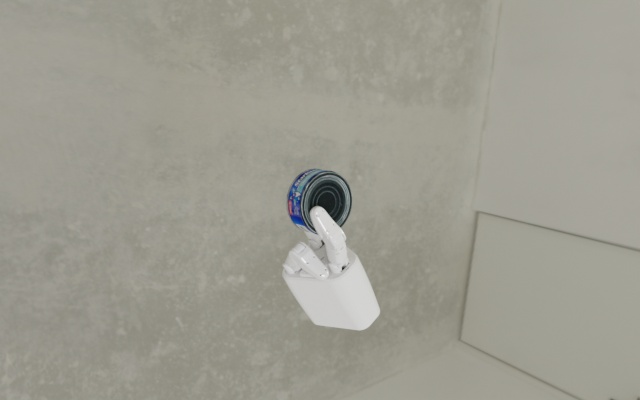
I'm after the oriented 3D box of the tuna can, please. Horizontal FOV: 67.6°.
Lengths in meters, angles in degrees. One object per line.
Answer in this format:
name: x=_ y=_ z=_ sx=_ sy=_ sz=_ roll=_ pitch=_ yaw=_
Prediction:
tuna can: x=0.000 y=0.002 z=0.625 sx=0.086 sy=0.086 sz=0.033 roll=0 pitch=7 yaw=-36
